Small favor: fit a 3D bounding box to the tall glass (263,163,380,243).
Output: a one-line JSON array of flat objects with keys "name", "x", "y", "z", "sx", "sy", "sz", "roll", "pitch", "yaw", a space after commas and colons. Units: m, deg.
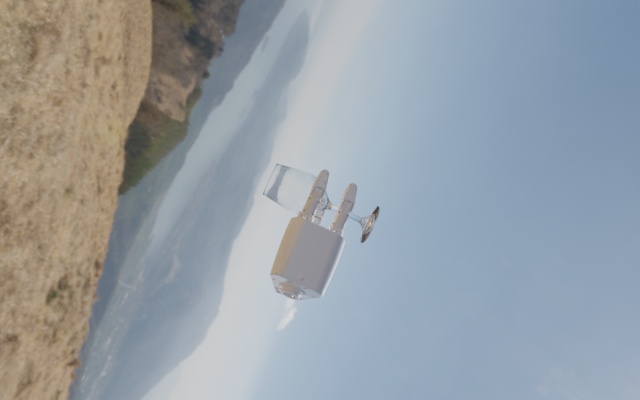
[{"name": "tall glass", "x": 0.001, "y": 0.003, "z": 0.858, "sx": 0.201, "sy": 0.079, "sz": 0.079, "roll": 25, "pitch": -3, "yaw": -6}]
